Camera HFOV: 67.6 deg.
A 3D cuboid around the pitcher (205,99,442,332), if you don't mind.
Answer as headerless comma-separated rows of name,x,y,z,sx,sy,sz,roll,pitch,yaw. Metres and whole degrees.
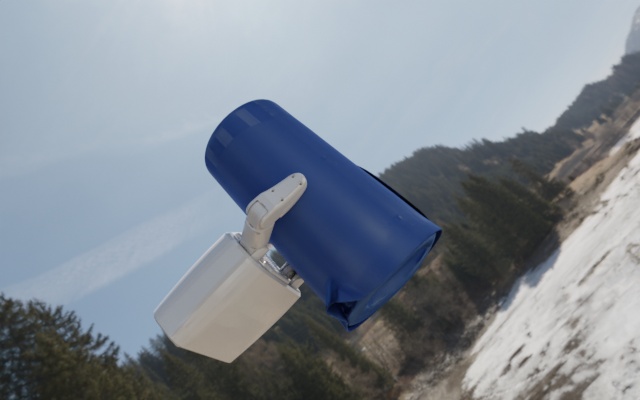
pitcher,0.000,0.002,0.503,0.242,0.145,0.149,43,-2,19
